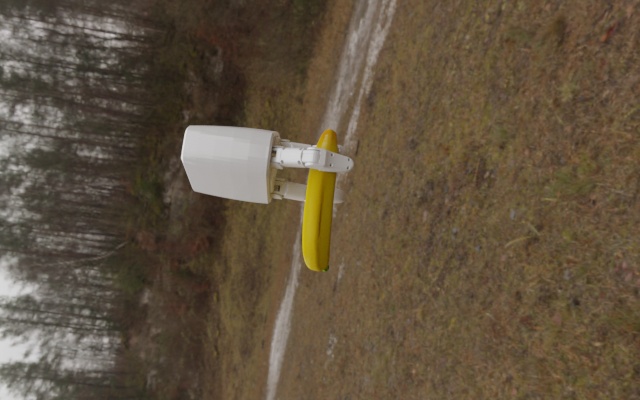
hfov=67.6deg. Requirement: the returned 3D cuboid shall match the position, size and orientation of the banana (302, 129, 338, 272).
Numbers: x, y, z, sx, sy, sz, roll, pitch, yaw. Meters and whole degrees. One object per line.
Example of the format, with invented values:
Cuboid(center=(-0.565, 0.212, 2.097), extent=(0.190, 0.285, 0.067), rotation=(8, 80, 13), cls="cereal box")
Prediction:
Cuboid(center=(-0.001, 0.010, 0.609), extent=(0.037, 0.198, 0.069), rotation=(5, 16, 3), cls="banana")
